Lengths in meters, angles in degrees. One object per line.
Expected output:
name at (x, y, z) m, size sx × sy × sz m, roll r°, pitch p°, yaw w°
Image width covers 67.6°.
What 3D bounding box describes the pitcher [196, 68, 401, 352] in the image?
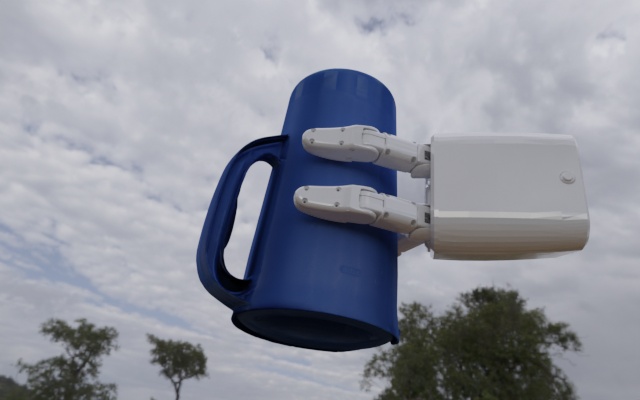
pitcher at (0.000, 0.001, 0.423) m, size 0.145 × 0.242 × 0.149 m, roll -1°, pitch -29°, yaw 15°
